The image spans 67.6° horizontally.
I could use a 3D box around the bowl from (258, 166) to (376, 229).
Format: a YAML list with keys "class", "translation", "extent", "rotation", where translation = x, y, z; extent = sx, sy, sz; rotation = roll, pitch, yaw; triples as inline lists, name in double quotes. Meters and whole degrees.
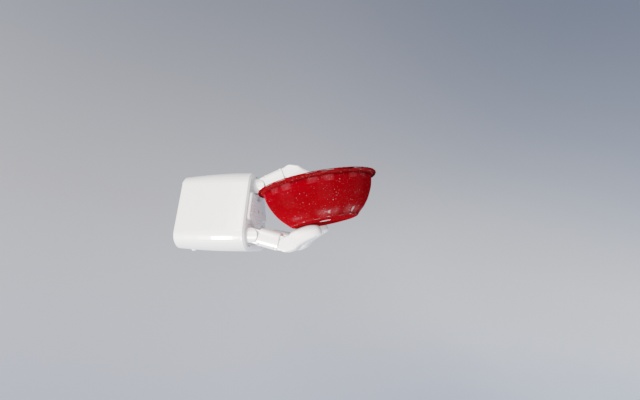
- class: "bowl"
  translation: [0.001, 0.002, 0.639]
  extent: [0.162, 0.055, 0.162]
  rotation: [-11, -9, -2]
